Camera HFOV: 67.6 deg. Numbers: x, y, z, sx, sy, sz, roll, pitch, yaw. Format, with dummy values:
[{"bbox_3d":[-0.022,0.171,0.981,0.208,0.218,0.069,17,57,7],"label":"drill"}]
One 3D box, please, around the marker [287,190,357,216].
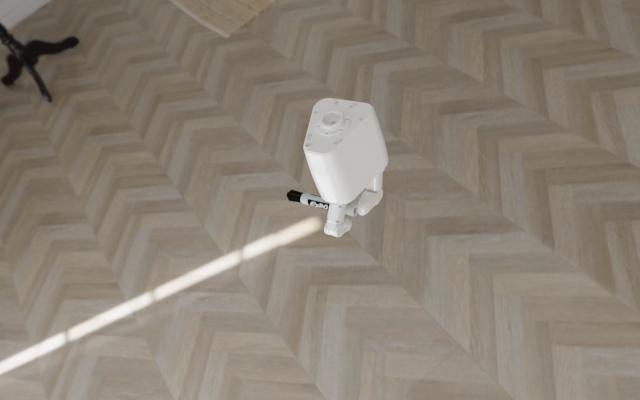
[{"bbox_3d":[0.000,0.002,0.740,0.121,0.020,0.020,13,6,27],"label":"marker"}]
